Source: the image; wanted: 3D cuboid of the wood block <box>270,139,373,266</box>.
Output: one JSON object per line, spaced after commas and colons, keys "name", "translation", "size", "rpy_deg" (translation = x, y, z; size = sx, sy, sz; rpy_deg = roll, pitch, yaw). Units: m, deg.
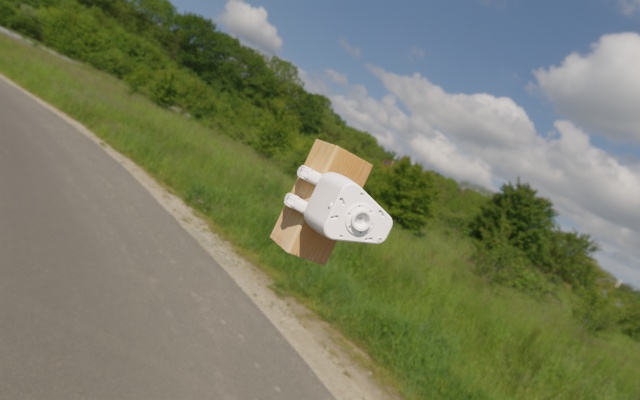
{"name": "wood block", "translation": [0.001, 0.003, 0.889], "size": [0.091, 0.206, 0.090], "rpy_deg": [24, 3, -31]}
